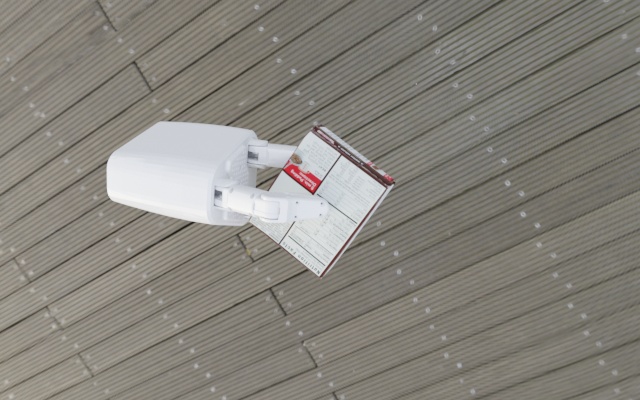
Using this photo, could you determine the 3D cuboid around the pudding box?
[{"bbox_3d":[0.000,0.001,0.439,0.090,0.113,0.039,38,21,6],"label":"pudding box"}]
